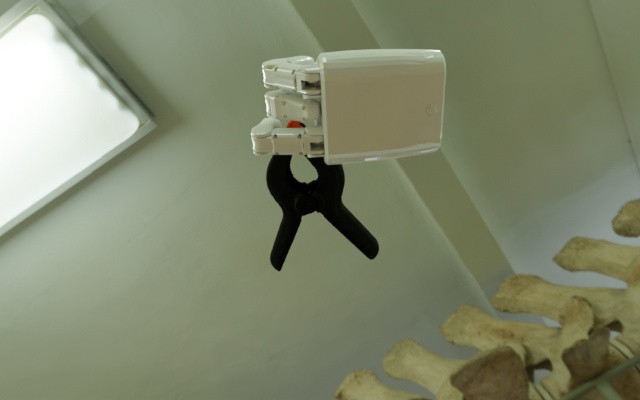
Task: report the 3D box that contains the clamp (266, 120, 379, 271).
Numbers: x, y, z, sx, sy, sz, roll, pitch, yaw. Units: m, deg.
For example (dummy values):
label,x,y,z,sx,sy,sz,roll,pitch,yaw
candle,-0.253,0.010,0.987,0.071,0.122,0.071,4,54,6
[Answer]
label,x,y,z,sx,sy,sz,roll,pitch,yaw
clamp,0.000,0.001,0.494,0.120,0.172,0.039,-4,31,0
